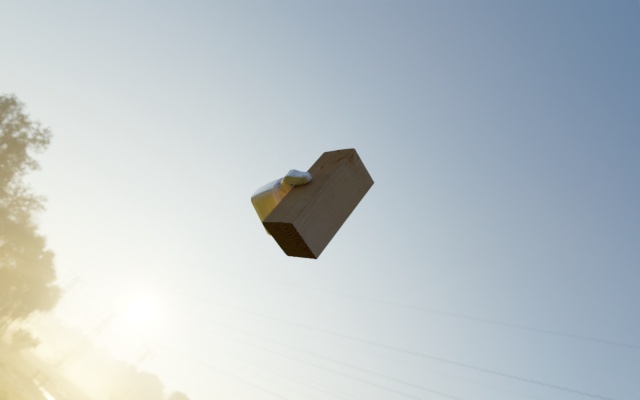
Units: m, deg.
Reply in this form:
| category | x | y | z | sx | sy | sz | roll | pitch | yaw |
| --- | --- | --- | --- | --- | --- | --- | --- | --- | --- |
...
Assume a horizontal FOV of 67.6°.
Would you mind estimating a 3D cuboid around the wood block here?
| category | x | y | z | sx | sy | sz | roll | pitch | yaw |
| --- | --- | --- | --- | --- | --- | --- | --- | --- | --- |
| wood block | 0.000 | 0.003 | 0.894 | 0.090 | 0.091 | 0.206 | -1 | 41 | 47 |
